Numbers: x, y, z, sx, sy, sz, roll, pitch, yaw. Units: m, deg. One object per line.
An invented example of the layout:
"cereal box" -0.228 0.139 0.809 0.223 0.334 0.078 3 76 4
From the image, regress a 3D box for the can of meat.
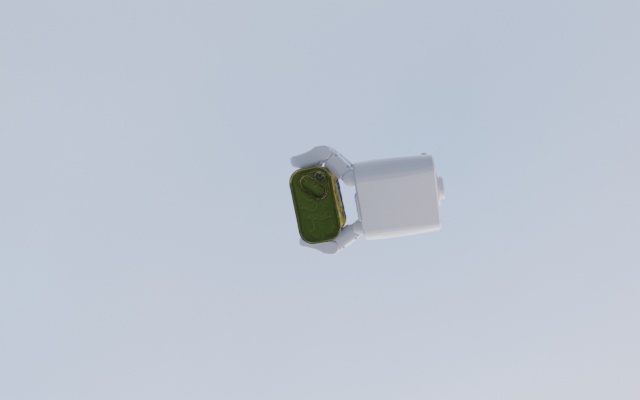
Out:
"can of meat" 0.000 0.002 0.667 0.057 0.102 0.084 -11 4 12
